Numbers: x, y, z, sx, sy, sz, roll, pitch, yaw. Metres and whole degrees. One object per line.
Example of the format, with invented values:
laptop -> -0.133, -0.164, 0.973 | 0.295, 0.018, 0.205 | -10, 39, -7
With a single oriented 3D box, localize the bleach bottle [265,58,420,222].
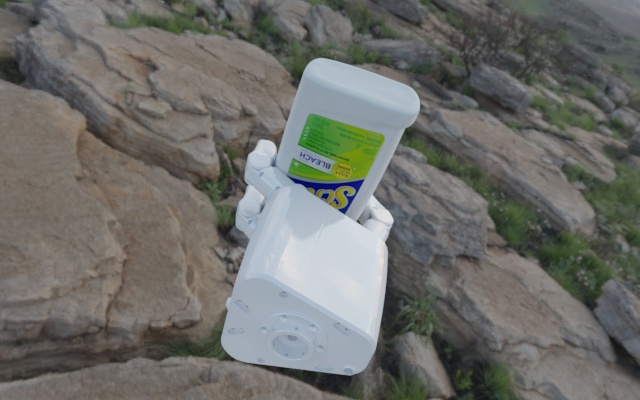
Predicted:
bleach bottle -> 0.000, 0.001, 0.456 | 0.102, 0.251, 0.068 | 19, 34, 0
